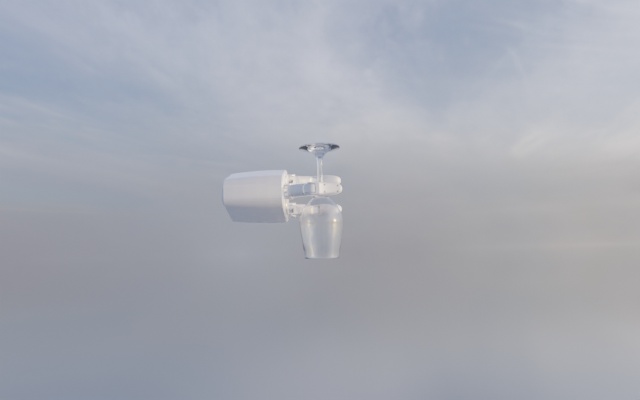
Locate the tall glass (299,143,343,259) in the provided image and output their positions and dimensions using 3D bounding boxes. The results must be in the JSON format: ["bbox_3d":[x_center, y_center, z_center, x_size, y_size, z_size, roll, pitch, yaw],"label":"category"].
[{"bbox_3d":[0.000,0.002,0.854,0.079,0.201,0.079,-2,-6,0],"label":"tall glass"}]
